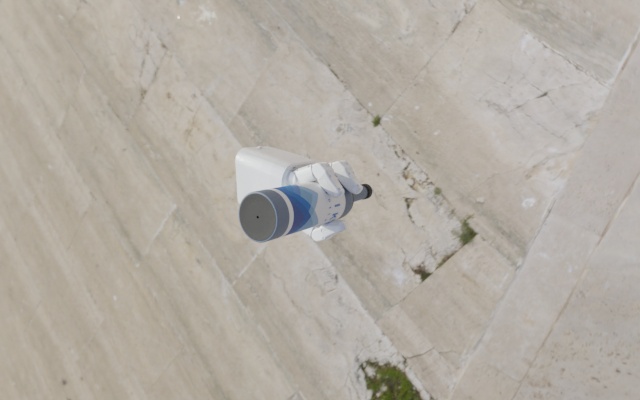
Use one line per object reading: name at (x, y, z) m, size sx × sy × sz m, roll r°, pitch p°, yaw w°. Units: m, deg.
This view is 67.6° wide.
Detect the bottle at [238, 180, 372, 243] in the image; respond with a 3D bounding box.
bottle at (0.000, 0.002, 0.730) m, size 0.069 × 0.069 × 0.295 m, roll 0°, pitch 7°, yaw 34°
